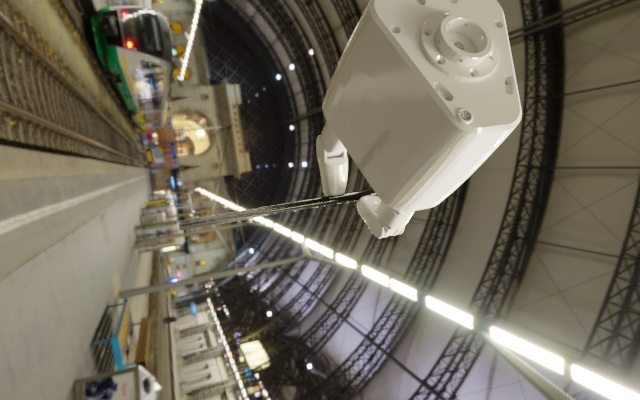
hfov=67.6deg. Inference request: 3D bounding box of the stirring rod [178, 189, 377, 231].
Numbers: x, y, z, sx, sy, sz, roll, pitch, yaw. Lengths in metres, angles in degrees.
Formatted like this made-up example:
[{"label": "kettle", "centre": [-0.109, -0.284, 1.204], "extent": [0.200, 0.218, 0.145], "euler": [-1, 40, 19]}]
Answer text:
[{"label": "stirring rod", "centre": [0.000, 0.001, 0.418], "extent": [0.239, 0.011, 0.011], "euler": [-9, 3, -18]}]
